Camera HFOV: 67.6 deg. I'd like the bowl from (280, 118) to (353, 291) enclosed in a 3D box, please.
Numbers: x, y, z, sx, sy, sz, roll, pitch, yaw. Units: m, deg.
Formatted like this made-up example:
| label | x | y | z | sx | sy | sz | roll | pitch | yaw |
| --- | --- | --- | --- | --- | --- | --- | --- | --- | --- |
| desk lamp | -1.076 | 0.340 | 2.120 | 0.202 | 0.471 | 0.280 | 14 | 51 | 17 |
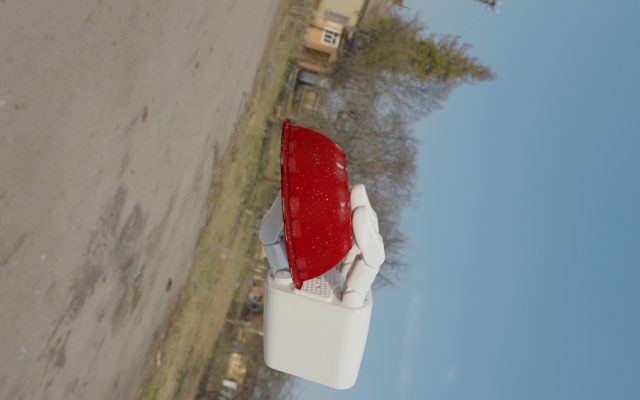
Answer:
| label | x | y | z | sx | sy | sz | roll | pitch | yaw |
| --- | --- | --- | --- | --- | --- | --- | --- | --- | --- |
| bowl | 0.000 | 0.000 | 0.451 | 0.055 | 0.162 | 0.162 | -4 | 0 | 3 |
